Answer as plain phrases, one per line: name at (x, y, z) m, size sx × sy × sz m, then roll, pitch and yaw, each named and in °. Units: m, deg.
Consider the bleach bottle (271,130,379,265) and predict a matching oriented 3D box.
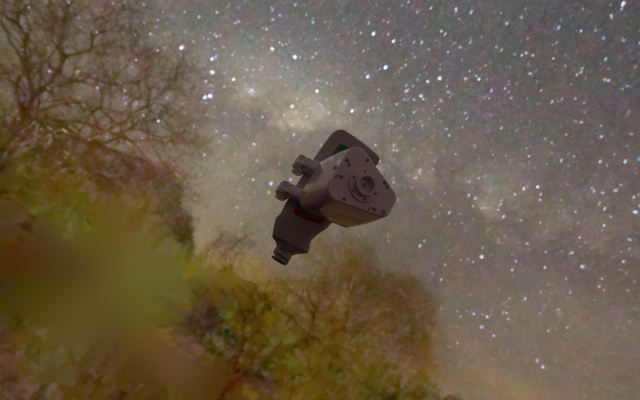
bleach bottle at (0.000, 0.003, 0.822) m, size 0.102 × 0.250 × 0.068 m, roll 36°, pitch -20°, yaw -13°
